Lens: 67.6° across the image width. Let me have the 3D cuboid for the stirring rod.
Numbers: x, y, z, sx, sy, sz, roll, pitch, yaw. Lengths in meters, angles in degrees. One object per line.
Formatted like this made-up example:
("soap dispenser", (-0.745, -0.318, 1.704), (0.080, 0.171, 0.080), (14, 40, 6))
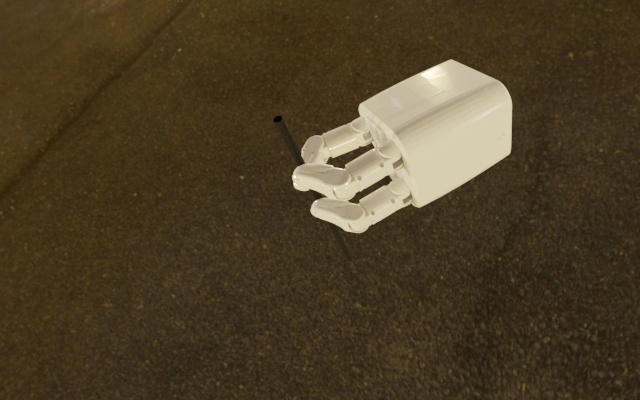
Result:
("stirring rod", (0.000, 0.002, 0.484), (0.011, 0.011, 0.240), (0, -35, 21))
